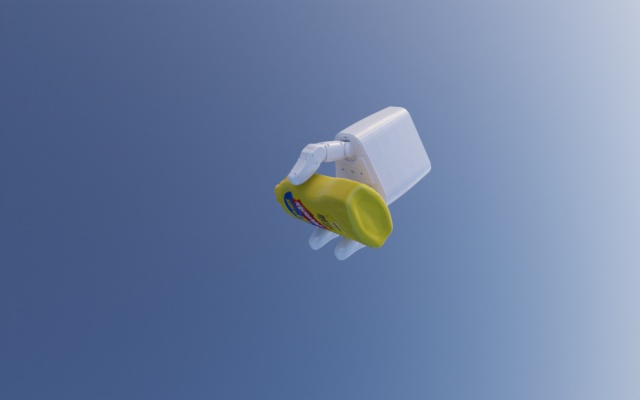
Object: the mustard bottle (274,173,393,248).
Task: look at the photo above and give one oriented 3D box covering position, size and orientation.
[{"bbox_3d":[0.000,0.002,0.631,0.191,0.058,0.096,17,-25,48],"label":"mustard bottle"}]
